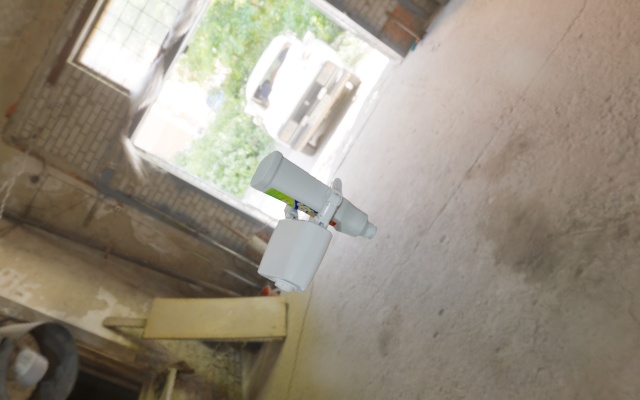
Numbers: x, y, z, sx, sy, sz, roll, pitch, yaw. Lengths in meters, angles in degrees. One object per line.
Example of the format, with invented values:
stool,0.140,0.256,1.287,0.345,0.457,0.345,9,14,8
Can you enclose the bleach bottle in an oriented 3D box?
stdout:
bleach bottle,0.000,0.003,0.872,0.251,0.068,0.102,29,-17,-18
